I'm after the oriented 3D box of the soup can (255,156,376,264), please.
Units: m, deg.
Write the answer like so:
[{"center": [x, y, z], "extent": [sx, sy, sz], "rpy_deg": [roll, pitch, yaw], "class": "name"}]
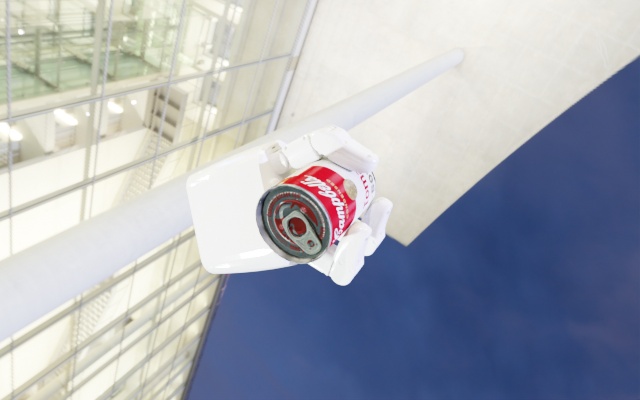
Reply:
[{"center": [0.001, 0.001, 0.414], "extent": [0.068, 0.068, 0.102], "rpy_deg": [0, 21, 29], "class": "soup can"}]
